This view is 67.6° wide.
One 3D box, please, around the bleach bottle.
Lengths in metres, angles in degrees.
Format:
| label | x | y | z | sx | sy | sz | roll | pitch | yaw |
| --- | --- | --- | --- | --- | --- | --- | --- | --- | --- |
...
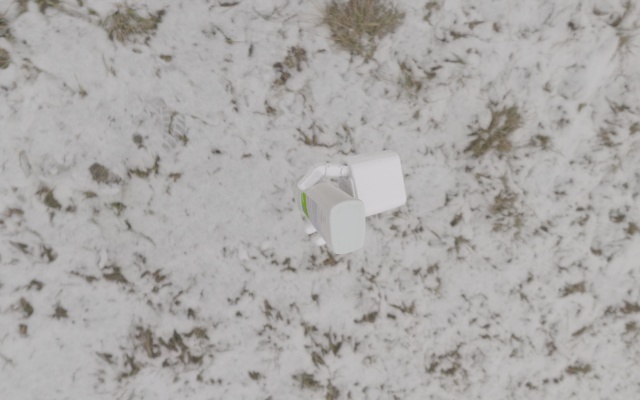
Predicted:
| label | x | y | z | sx | sy | sz | roll | pitch | yaw |
| --- | --- | --- | --- | --- | --- | --- | --- | --- | --- |
| bleach bottle | 0.000 | 0.003 | 0.899 | 0.068 | 0.103 | 0.250 | -12 | 25 | -19 |
